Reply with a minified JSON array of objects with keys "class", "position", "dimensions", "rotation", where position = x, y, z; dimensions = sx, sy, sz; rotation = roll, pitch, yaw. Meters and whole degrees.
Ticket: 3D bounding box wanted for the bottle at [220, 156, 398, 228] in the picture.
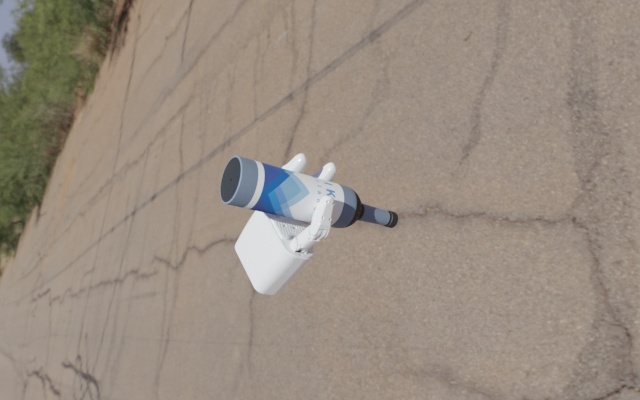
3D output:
[{"class":"bottle","position":[0.000,0.002,0.715],"dimensions":[0.296,0.069,0.069],"rotation":[14,-8,-33]}]
